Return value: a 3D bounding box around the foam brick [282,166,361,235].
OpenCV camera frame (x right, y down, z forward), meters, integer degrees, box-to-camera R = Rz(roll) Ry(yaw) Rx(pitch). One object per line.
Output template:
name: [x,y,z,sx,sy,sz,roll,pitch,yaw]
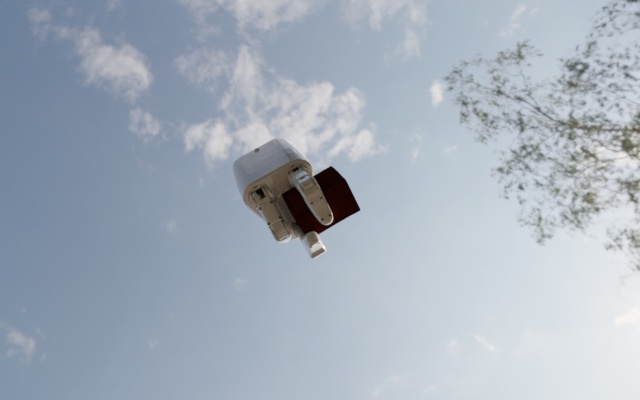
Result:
foam brick: [0.000,0.002,0.609,0.078,0.053,0.051,-29,31,-6]
